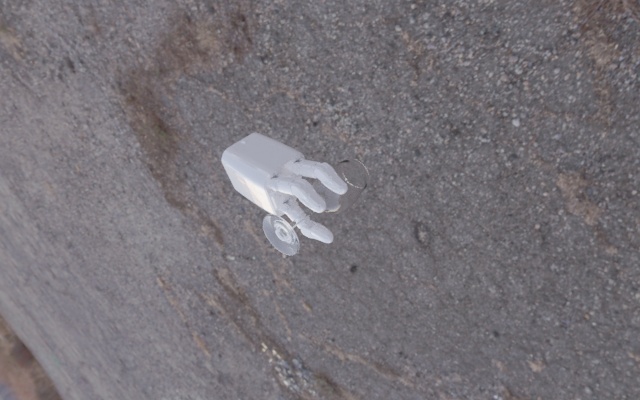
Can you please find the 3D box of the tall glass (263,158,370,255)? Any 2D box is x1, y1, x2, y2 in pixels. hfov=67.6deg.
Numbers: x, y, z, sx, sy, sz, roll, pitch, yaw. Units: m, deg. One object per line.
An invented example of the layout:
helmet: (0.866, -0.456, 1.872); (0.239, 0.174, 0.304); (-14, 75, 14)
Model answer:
tall glass: (0.000, 0.003, 0.784); (0.079, 0.079, 0.201); (0, 30, 46)
